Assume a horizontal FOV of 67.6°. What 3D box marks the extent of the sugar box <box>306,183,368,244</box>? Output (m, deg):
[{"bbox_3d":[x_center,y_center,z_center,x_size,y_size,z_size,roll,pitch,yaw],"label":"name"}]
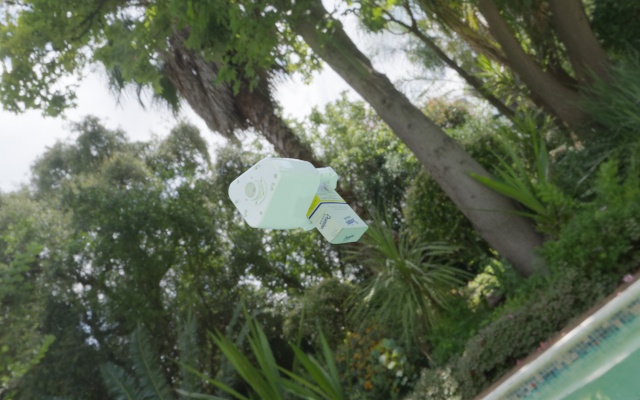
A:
[{"bbox_3d":[0.000,0.003,0.880,0.048,0.176,0.093,-50,-27,23],"label":"sugar box"}]
